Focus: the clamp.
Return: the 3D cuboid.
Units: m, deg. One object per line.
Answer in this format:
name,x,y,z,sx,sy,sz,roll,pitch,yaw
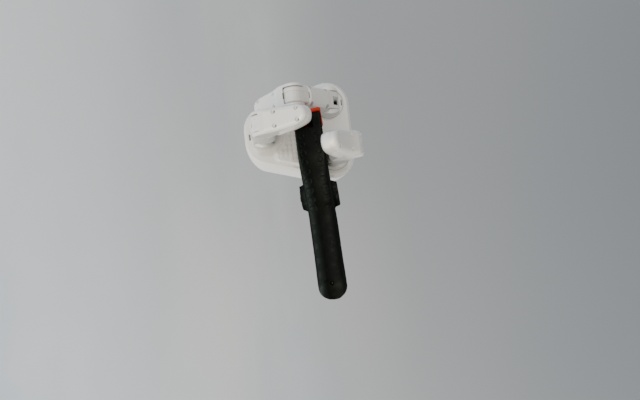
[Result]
clamp,-0.001,0.001,0.458,0.039,0.171,0.120,-6,-3,-5
